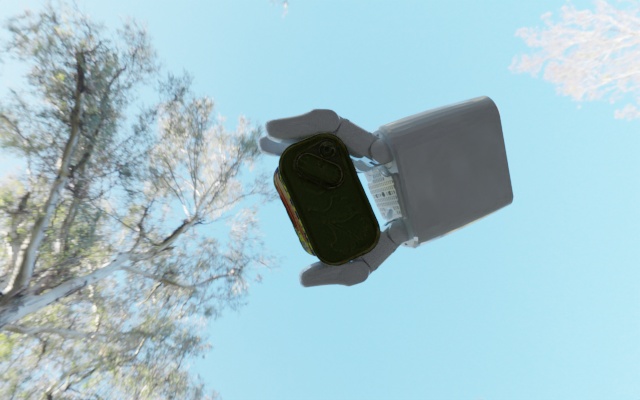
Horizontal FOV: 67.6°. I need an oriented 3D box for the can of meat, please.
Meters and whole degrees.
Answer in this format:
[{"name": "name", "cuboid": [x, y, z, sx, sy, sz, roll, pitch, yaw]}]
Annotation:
[{"name": "can of meat", "cuboid": [0.000, 0.001, 0.411, 0.057, 0.102, 0.084, -24, 1, -11]}]
